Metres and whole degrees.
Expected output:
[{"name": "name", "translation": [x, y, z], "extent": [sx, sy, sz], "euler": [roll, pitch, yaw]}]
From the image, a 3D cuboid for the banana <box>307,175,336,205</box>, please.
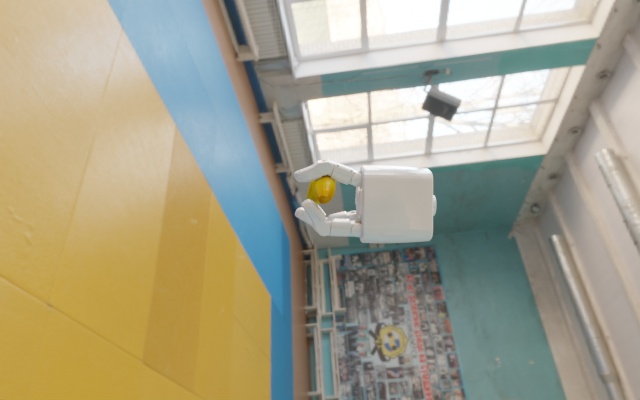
[{"name": "banana", "translation": [0.002, -0.015, 0.777], "extent": [0.037, 0.069, 0.198], "euler": [8, -10, -6]}]
